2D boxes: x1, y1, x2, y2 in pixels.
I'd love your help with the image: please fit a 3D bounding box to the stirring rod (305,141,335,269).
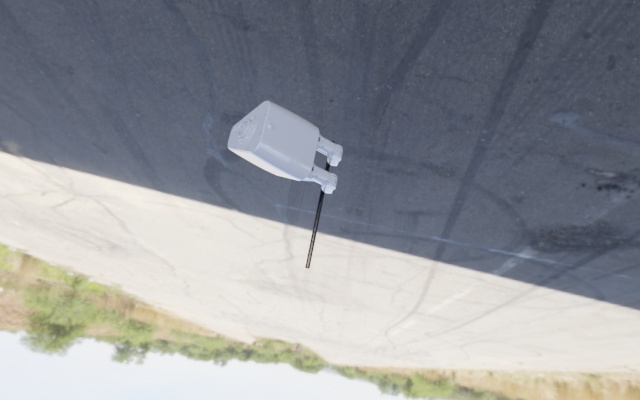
[{"bbox_3d":[0.000,0.003,0.849,0.011,0.239,0.011,10,-18,3],"label":"stirring rod"}]
